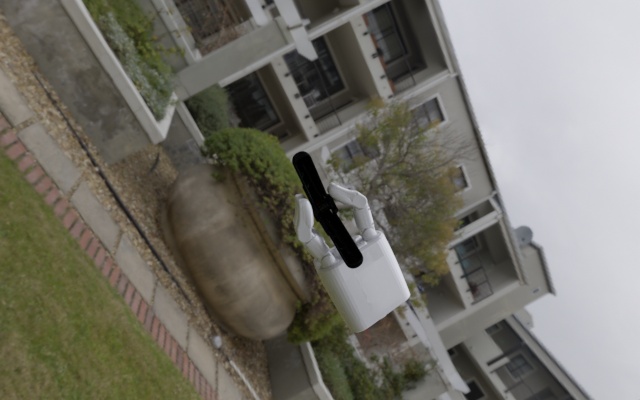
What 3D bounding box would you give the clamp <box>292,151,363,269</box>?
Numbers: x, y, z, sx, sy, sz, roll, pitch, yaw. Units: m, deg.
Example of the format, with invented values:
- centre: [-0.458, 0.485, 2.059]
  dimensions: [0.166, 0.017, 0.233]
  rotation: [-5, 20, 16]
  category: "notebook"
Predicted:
- centre: [0.001, 0.002, 0.691]
  dimensions: [0.036, 0.164, 0.210]
  rotation: [-27, 9, -3]
  category: "clamp"
